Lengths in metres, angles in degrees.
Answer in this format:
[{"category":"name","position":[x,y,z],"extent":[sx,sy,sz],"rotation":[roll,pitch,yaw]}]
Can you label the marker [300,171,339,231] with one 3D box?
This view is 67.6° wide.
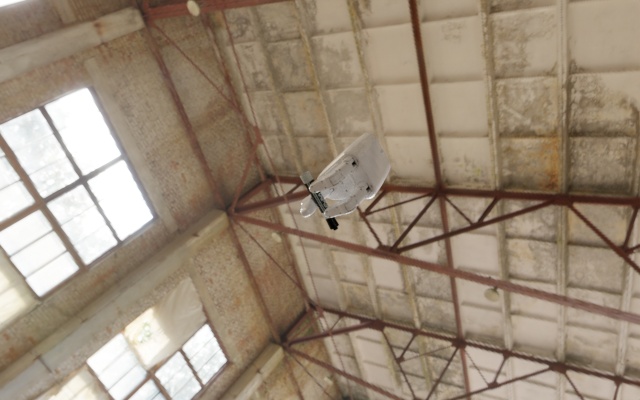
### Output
[{"category":"marker","position":[0.000,0.003,0.867],"extent":[0.020,0.121,0.020],"rotation":[-28,16,9]}]
